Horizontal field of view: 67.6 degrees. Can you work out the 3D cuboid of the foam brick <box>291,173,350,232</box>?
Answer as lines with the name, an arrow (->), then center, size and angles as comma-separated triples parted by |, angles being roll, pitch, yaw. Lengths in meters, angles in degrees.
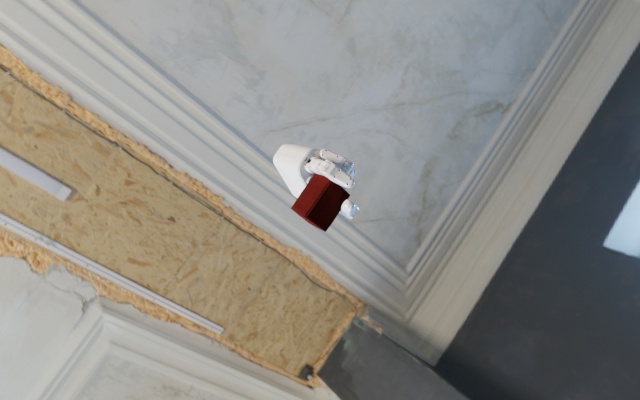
foam brick -> 0.000, 0.003, 0.791 | 0.053, 0.078, 0.051 | 41, -11, -35
